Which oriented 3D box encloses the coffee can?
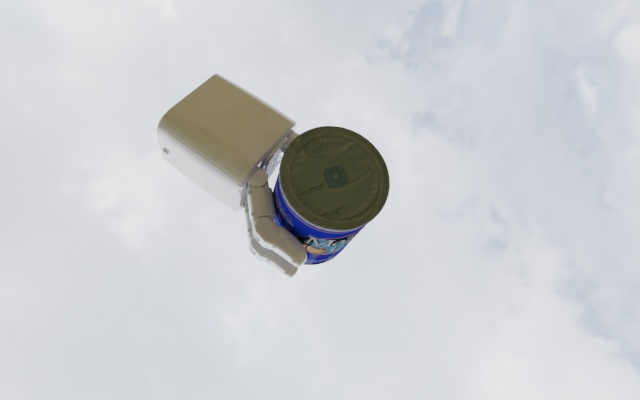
[{"bbox_3d":[0.000,0.002,0.493,0.103,0.102,0.140,0,-20,-12],"label":"coffee can"}]
